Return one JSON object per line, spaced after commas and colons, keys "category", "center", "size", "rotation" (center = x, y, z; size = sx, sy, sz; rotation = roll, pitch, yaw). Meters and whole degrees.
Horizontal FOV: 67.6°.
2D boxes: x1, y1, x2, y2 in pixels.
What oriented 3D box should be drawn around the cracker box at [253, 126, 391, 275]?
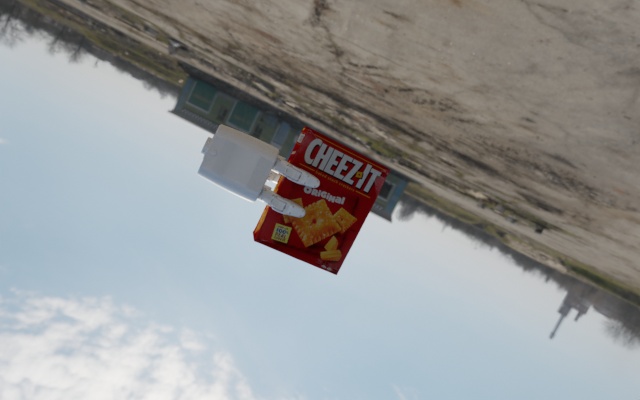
{"category": "cracker box", "center": [0.000, 0.003, 0.837], "size": [0.164, 0.214, 0.072], "rotation": [25, 6, -14]}
